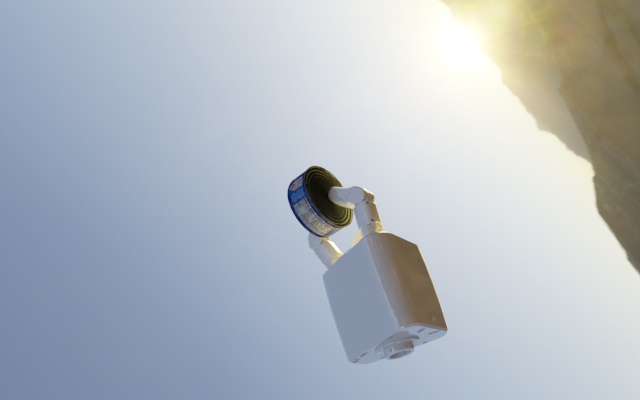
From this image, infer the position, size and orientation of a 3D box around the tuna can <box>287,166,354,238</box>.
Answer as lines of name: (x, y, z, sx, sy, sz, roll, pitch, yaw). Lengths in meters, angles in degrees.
tuna can: (0.000, 0.002, 0.590, 0.034, 0.086, 0.086, -34, -19, 30)
